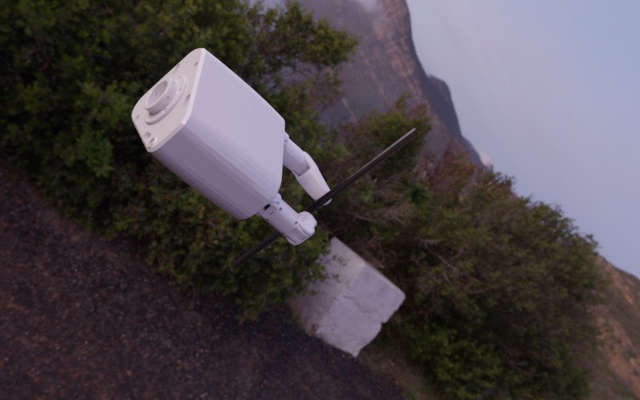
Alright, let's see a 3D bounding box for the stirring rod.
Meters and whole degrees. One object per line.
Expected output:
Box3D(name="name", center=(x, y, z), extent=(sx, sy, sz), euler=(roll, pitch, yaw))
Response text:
Box3D(name="stirring rod", center=(0.000, 0.002, 0.494), extent=(0.239, 0.011, 0.011), euler=(-36, -11, 15))
